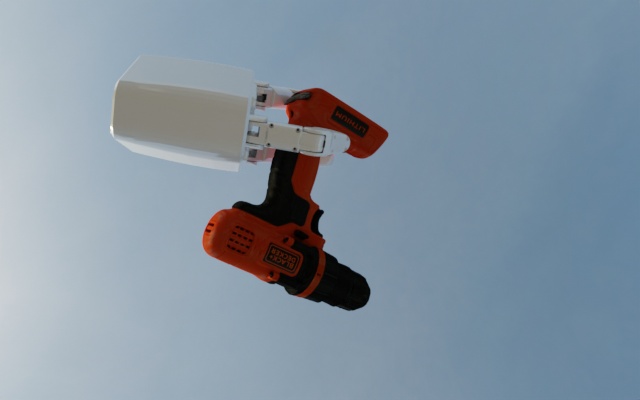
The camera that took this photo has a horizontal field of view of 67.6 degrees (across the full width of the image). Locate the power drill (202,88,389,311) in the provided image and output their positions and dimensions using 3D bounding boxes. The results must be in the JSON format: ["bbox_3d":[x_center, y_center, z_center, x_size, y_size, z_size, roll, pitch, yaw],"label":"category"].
[{"bbox_3d":[0.000,0.001,0.470,0.184,0.187,0.057,28,-14,-28],"label":"power drill"}]
